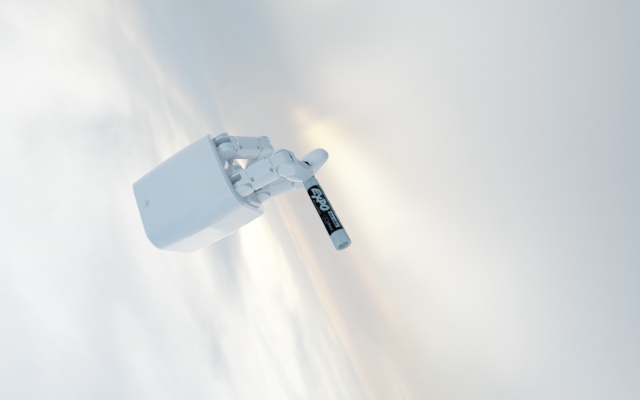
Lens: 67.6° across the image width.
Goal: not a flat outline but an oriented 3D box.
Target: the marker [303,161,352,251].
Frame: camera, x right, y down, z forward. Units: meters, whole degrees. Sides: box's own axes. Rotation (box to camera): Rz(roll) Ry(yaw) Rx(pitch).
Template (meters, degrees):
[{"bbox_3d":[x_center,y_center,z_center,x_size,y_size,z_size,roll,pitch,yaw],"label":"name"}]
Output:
[{"bbox_3d":[0.000,0.002,0.532,0.020,0.121,0.020,-20,-31,-13],"label":"marker"}]
